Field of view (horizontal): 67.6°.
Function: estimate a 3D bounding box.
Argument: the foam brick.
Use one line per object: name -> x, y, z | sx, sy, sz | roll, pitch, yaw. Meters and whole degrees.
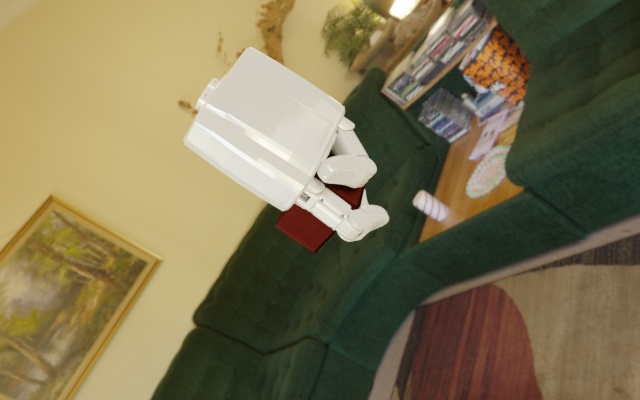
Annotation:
foam brick -> 0.000, 0.002, 0.465 | 0.051, 0.053, 0.078 | 32, -52, -12
